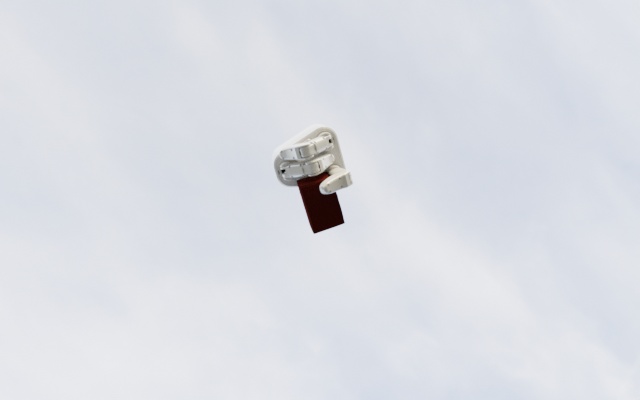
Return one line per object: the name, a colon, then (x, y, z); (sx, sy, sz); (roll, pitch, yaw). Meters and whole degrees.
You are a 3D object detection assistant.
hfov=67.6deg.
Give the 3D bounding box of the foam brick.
foam brick: (0.000, 0.003, 0.742); (0.053, 0.078, 0.051); (-17, 16, -5)
